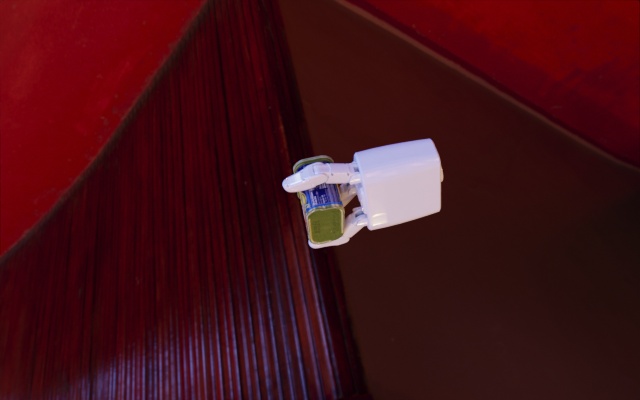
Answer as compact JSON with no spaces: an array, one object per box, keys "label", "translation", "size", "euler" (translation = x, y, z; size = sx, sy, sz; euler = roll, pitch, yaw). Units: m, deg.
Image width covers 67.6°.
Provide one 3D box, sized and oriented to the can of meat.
[{"label":"can of meat","translation":[0.000,0.002,0.671],"size":[0.057,0.084,0.102],"euler":[-11,-32,-4]}]
